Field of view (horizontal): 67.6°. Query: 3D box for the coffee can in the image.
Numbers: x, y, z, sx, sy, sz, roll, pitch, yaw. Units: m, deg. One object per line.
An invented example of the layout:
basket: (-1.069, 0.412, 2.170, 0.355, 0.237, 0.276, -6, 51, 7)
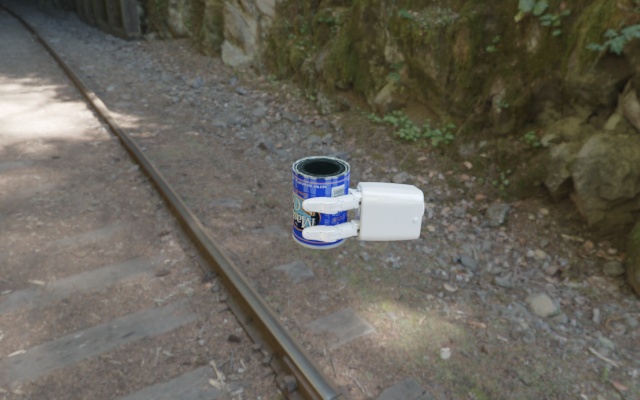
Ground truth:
coffee can: (0.000, 0.003, 0.868, 0.103, 0.140, 0.102, 1, 26, 0)
